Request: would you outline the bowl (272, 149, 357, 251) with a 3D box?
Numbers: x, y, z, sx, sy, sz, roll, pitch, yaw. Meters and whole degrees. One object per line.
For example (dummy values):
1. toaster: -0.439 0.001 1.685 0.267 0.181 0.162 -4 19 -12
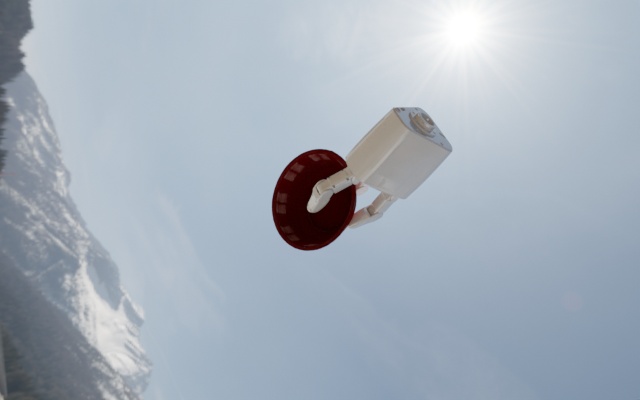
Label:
1. bowl: -0.001 0.003 0.760 0.162 0.162 0.055 0 -11 36
